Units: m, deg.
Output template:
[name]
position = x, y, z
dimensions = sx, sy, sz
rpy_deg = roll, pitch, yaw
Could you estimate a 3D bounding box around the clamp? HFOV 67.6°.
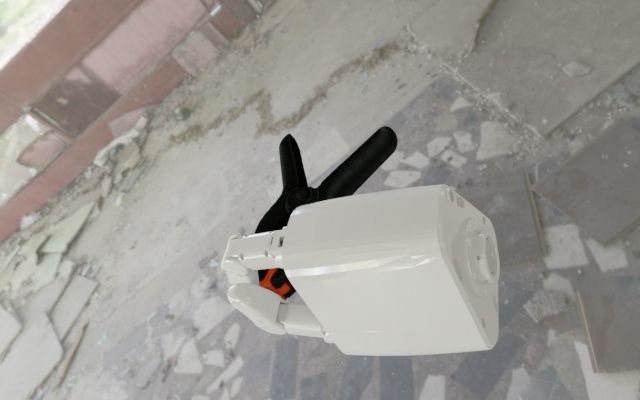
[clamp]
position = 0.000, 0.001, 0.401
dimensions = 0.120, 0.171, 0.039
rpy_deg = -11, -39, 33
